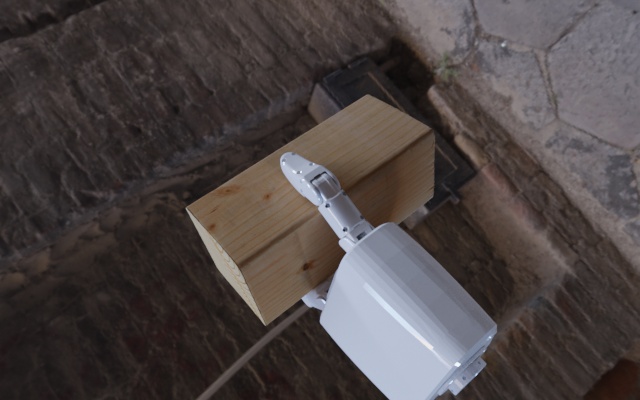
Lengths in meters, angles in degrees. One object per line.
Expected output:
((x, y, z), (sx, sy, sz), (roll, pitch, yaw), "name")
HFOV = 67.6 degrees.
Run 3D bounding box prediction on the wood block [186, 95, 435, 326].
((0.000, 0.001, 0.436), (0.206, 0.091, 0.090), (-35, 50, -20), "wood block")
